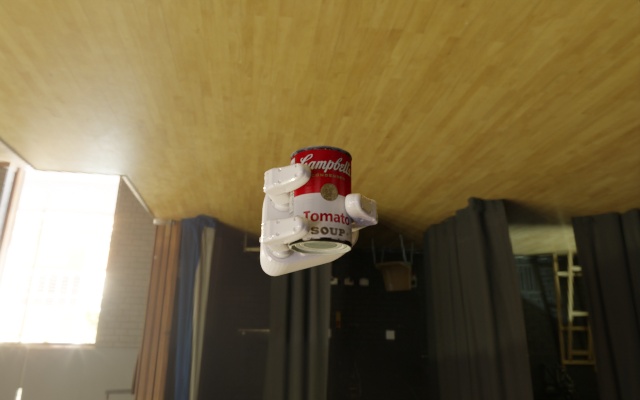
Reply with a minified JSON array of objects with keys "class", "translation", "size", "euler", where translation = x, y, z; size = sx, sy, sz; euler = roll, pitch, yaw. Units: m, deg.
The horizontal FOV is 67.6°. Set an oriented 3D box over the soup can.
[{"class":"soup can","translation":[0.000,0.002,0.508],"size":[0.068,0.102,0.068],"euler":[1,-18,0]}]
